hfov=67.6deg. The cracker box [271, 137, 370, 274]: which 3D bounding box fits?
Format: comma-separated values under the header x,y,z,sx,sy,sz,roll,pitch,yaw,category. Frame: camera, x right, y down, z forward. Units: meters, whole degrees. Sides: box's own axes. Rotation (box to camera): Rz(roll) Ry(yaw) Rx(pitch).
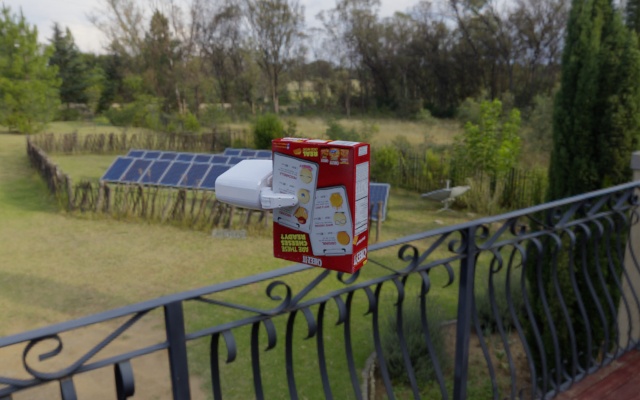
x,y,z,sx,sy,sz,roll,pitch,yaw,category
0.000,0.003,0.825,0.164,0.214,0.072,8,16,30,cracker box
